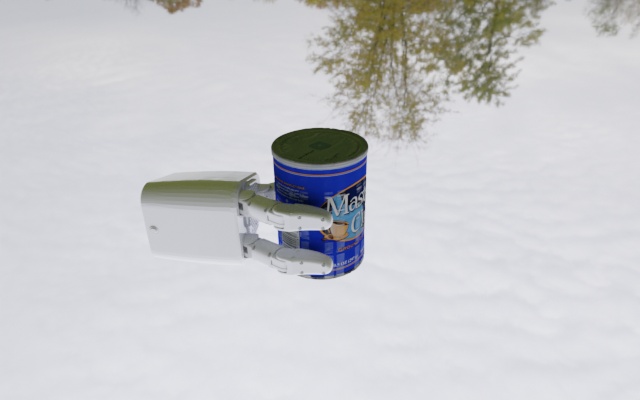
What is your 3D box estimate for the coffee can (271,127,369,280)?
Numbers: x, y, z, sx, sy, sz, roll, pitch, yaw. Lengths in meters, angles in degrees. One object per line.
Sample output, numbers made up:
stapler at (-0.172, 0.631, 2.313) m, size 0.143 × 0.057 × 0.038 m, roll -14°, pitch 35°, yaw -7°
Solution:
coffee can at (0.000, 0.002, 0.535) m, size 0.103 × 0.140 × 0.102 m, roll -1°, pitch 29°, yaw 0°
